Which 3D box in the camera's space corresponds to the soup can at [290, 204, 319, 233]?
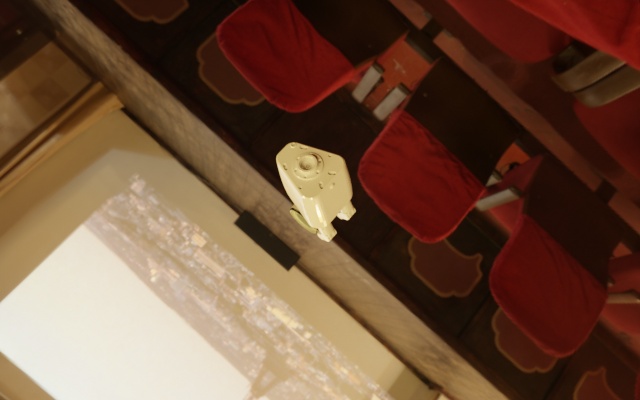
[{"bbox_3d":[0.000,0.003,0.893,0.068,0.102,0.068,38,-16,13],"label":"soup can"}]
